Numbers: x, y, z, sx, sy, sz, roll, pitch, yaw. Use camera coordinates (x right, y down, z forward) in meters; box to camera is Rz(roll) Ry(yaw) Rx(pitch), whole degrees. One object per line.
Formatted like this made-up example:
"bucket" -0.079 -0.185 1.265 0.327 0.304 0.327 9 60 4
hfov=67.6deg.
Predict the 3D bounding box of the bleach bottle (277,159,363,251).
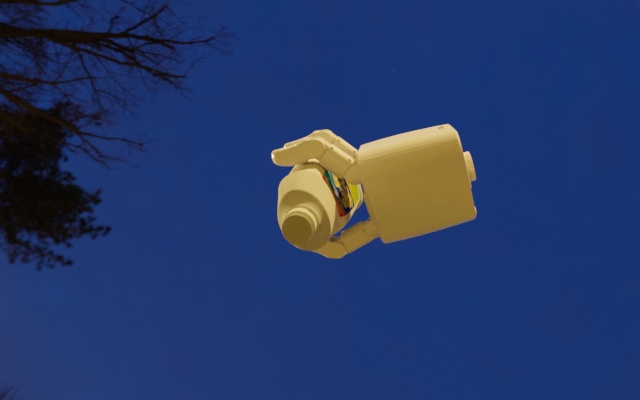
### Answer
"bleach bottle" 0.000 0.002 0.545 0.068 0.102 0.250 -16 12 13
